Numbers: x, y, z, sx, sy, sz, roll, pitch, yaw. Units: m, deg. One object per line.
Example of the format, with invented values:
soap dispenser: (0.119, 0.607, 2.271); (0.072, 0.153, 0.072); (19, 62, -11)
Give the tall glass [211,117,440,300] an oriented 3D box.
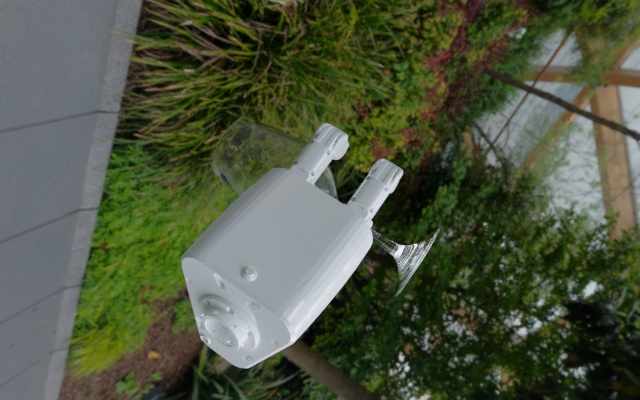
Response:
tall glass: (0.001, 0.002, 0.427); (0.201, 0.079, 0.079); (33, 7, 11)
